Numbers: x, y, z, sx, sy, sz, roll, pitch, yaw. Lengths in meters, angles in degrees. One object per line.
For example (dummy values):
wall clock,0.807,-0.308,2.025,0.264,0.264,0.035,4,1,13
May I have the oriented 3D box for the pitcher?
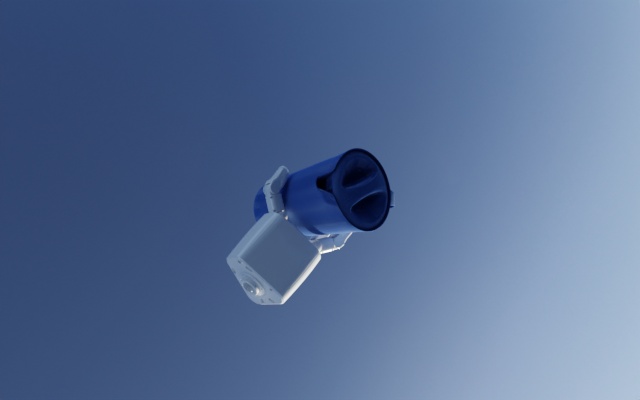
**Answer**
pitcher,0.000,0.003,0.838,0.243,0.149,0.145,-13,29,47
